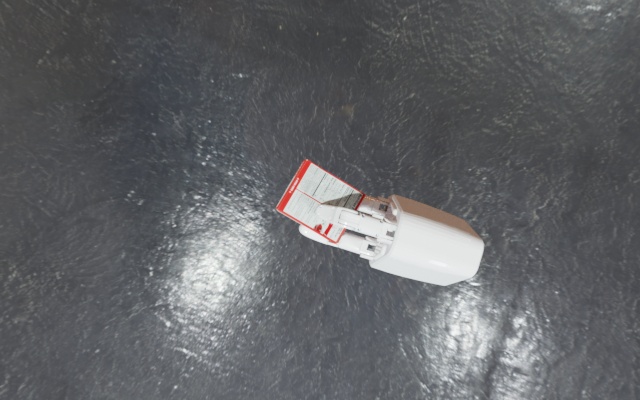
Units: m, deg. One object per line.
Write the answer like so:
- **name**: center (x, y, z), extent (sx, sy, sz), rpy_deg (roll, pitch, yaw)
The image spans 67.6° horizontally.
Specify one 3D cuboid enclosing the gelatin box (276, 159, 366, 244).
- **gelatin box**: center (0.000, 0.002, 0.597), extent (0.089, 0.073, 0.030), rpy_deg (31, -3, -8)
